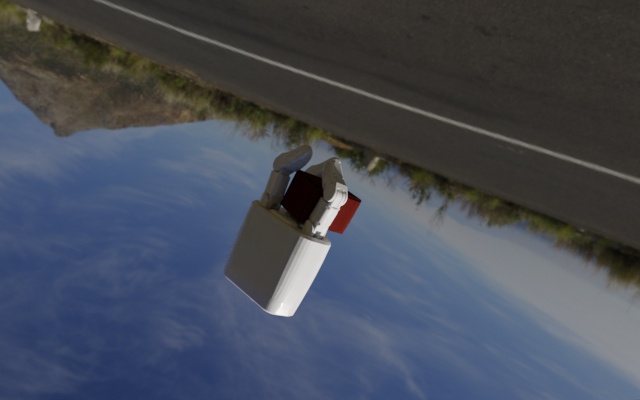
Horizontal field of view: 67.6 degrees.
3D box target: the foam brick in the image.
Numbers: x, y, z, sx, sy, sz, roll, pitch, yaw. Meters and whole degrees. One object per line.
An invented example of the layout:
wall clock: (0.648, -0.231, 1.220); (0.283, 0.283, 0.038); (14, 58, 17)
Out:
foam brick: (0.000, 0.002, 0.605); (0.078, 0.051, 0.053); (19, 13, -38)
